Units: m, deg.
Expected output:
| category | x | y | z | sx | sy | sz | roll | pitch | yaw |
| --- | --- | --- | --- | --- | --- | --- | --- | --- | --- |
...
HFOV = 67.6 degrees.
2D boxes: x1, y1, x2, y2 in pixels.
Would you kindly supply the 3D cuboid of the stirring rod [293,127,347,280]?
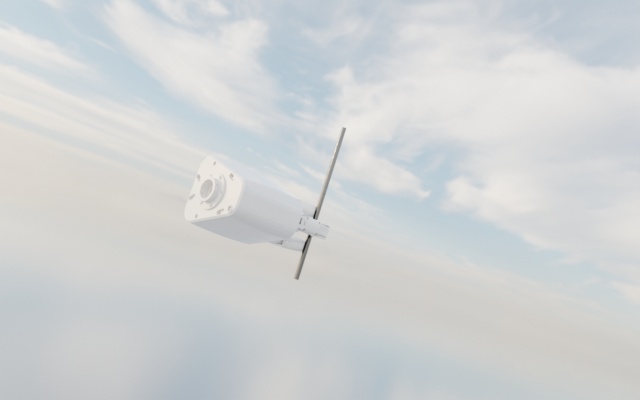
| category | x | y | z | sx | sy | sz | roll | pitch | yaw |
| --- | --- | --- | --- | --- | --- | --- | --- | --- | --- |
| stirring rod | 0.000 | 0.002 | 0.717 | 0.011 | 0.239 | 0.011 | 17 | -7 | 2 |
